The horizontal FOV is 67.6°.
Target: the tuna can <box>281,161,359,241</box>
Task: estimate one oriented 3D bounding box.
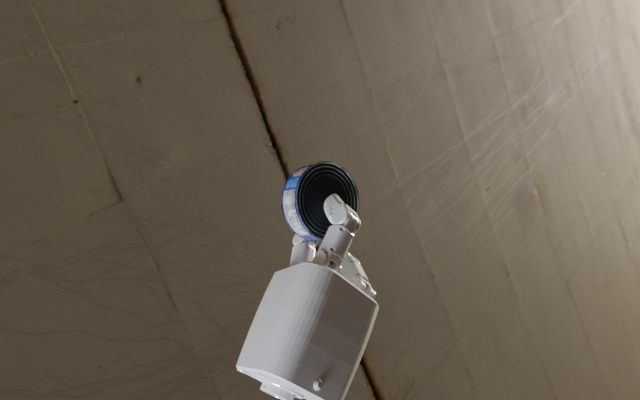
[{"bbox_3d":[0.000,0.002,0.525,0.086,0.086,0.034,0,-5,-37],"label":"tuna can"}]
